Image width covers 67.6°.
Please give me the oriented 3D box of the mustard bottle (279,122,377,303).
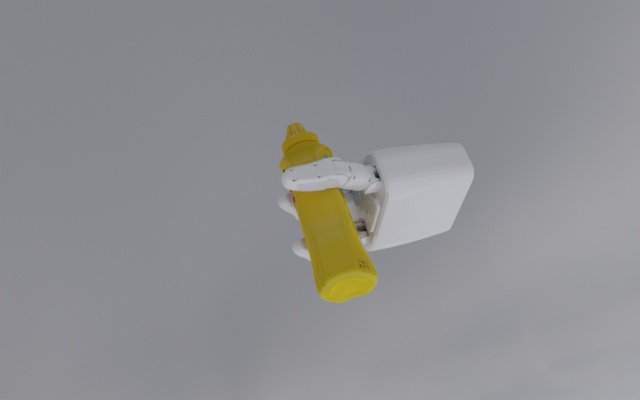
[{"bbox_3d":[0.000,0.002,0.484,0.058,0.191,0.096,-20,-24,4],"label":"mustard bottle"}]
